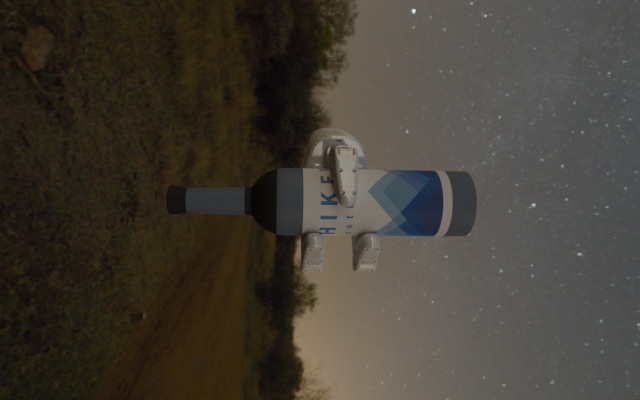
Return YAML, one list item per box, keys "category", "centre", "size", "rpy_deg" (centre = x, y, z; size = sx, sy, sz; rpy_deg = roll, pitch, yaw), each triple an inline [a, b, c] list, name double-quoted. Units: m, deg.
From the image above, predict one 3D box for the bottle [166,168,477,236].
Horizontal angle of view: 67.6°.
- category: "bottle"
  centre: [0.000, 0.002, 0.476]
  size: [0.296, 0.069, 0.069]
  rpy_deg: [1, 0, -5]
